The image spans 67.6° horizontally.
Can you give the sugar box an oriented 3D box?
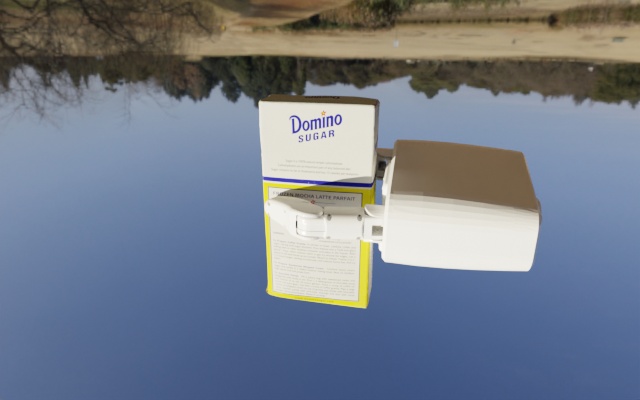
[{"bbox_3d":[0.000,0.001,0.407,0.093,0.176,0.048,5,19,11],"label":"sugar box"}]
